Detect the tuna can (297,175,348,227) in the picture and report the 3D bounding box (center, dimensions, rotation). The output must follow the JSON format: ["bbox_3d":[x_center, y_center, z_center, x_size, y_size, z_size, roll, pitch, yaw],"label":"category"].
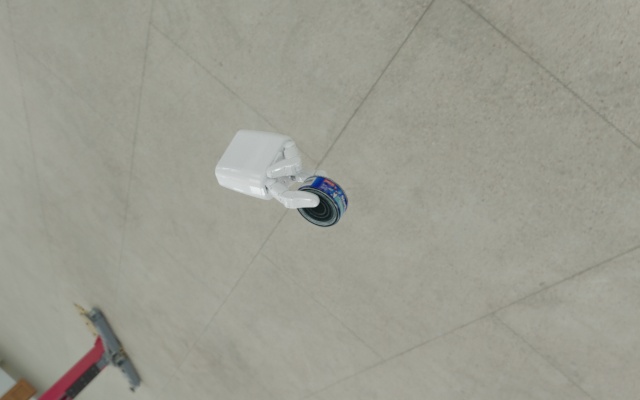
[{"bbox_3d":[0.000,0.003,0.789,0.086,0.086,0.033,0,37,34],"label":"tuna can"}]
